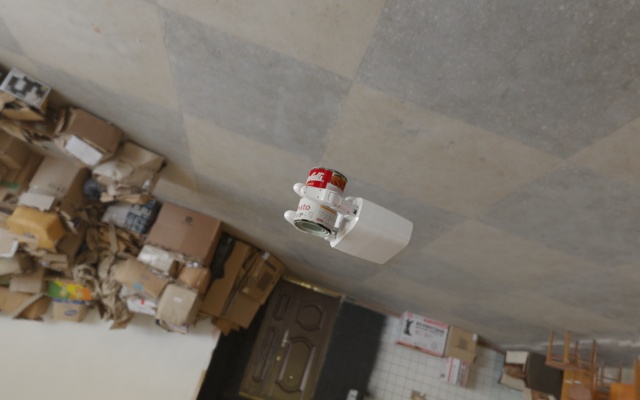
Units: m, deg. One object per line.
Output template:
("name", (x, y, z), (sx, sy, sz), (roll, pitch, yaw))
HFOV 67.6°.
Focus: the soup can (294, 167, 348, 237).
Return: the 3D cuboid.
("soup can", (0.000, 0.003, 0.818), (0.068, 0.102, 0.068), (16, -19, 6))
